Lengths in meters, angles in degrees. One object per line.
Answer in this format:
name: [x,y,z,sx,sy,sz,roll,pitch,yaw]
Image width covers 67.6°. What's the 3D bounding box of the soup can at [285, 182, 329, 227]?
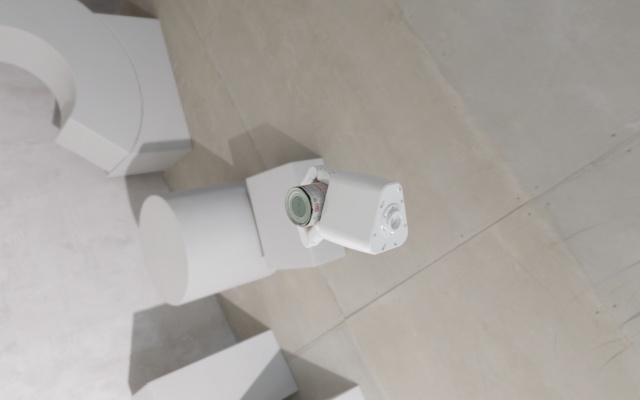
soup can: [0.000,0.002,0.794,0.102,0.068,0.068,-12,8,-41]
